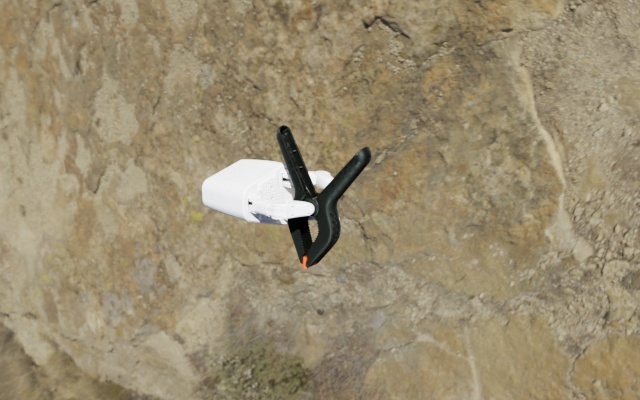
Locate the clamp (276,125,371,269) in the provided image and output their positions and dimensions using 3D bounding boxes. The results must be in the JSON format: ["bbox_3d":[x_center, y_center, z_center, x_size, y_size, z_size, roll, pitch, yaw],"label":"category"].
[{"bbox_3d":[-0.001,0.003,0.687,0.164,0.210,0.036,13,19,40],"label":"clamp"}]
